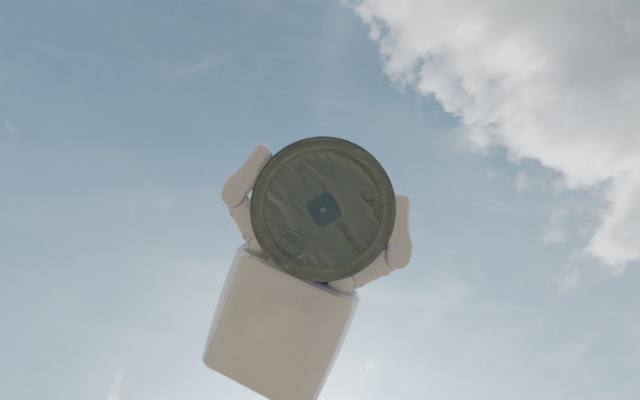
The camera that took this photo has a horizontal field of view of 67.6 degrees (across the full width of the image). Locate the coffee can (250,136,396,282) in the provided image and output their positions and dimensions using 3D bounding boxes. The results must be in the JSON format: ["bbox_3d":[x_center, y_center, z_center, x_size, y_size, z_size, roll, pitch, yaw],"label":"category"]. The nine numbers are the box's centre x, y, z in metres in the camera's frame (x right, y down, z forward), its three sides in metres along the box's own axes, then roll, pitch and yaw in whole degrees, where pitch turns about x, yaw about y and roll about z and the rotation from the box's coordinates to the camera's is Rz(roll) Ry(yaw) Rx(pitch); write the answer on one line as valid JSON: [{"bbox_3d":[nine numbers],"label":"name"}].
[{"bbox_3d":[0.000,0.001,0.401,0.103,0.103,0.140,0,5,-2],"label":"coffee can"}]
